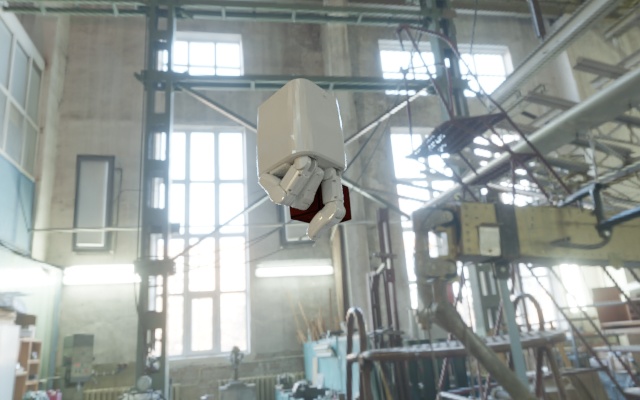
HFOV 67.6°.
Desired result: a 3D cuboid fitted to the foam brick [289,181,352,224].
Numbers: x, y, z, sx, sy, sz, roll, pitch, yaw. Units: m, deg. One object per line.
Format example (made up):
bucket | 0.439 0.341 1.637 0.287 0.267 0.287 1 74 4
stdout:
foam brick | 0.000 0.002 0.661 0.053 0.051 0.078 -16 -20 32
